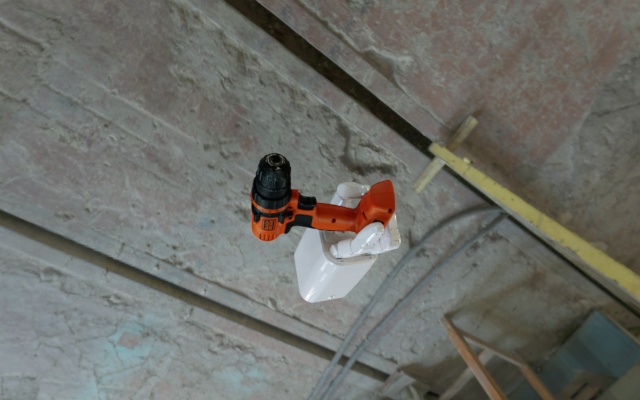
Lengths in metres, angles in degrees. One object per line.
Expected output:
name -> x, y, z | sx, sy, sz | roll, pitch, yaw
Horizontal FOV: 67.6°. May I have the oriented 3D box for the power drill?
power drill -> 0.001, 0.002, 0.641 | 0.187, 0.057, 0.184 | 5, -29, -8
